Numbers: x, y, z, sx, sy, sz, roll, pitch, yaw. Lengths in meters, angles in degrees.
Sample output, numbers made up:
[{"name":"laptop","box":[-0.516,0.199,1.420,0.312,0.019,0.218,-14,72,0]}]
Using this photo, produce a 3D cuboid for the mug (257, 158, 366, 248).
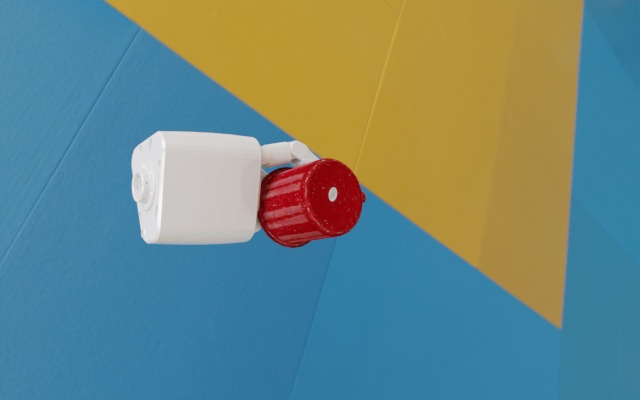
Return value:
[{"name":"mug","box":[0.001,0.002,0.521,0.117,0.093,0.081,0,-9,-38]}]
